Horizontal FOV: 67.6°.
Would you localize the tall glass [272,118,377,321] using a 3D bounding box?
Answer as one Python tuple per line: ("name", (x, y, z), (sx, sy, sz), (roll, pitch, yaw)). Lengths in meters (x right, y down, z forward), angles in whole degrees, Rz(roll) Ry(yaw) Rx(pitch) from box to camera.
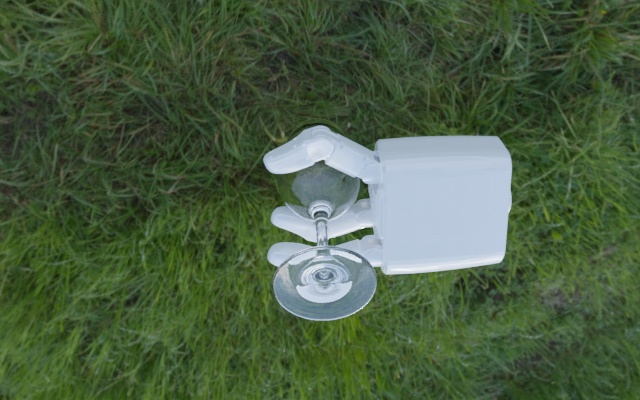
("tall glass", (0.000, 0.002, 0.416), (0.079, 0.079, 0.201), (0, 37, -3))
